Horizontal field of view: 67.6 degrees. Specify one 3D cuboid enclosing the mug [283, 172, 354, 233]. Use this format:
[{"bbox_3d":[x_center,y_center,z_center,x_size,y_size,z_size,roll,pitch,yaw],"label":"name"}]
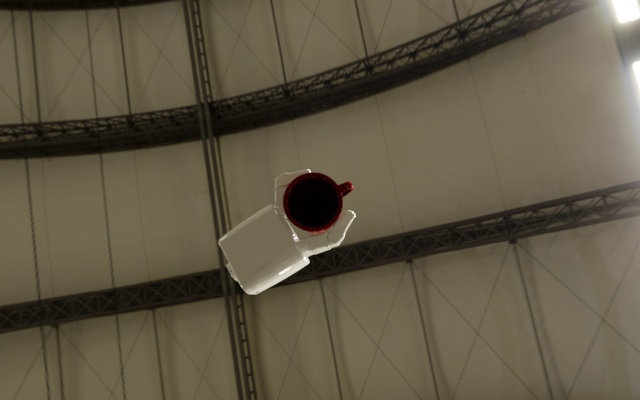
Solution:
[{"bbox_3d":[0.001,0.002,0.776,0.117,0.093,0.081,-30,-10,-3],"label":"mug"}]
